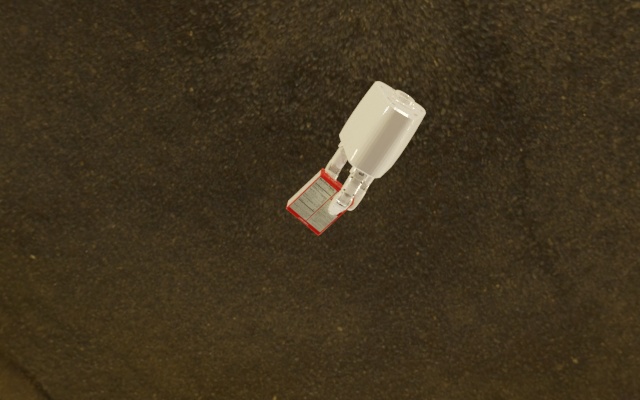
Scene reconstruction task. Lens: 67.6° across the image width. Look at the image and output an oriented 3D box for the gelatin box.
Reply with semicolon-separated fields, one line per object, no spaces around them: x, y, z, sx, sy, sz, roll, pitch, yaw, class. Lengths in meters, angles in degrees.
0.000;0.003;0.779;0.073;0.089;0.030;40;24;-15;gelatin box
